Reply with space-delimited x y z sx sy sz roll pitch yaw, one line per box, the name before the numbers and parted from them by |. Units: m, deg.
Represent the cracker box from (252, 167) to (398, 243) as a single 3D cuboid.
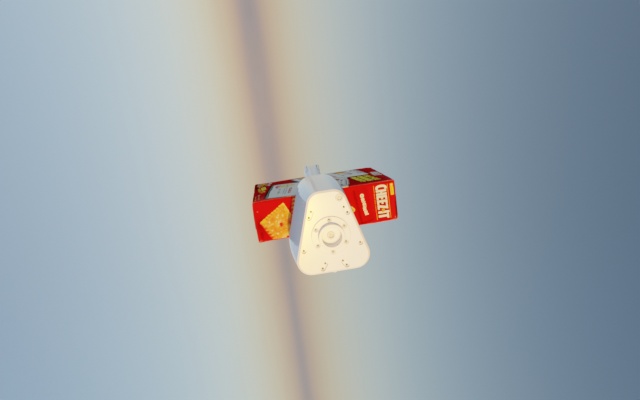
cracker box | 0.000 0.002 0.780 0.213 0.072 0.164 -9 12 -5
